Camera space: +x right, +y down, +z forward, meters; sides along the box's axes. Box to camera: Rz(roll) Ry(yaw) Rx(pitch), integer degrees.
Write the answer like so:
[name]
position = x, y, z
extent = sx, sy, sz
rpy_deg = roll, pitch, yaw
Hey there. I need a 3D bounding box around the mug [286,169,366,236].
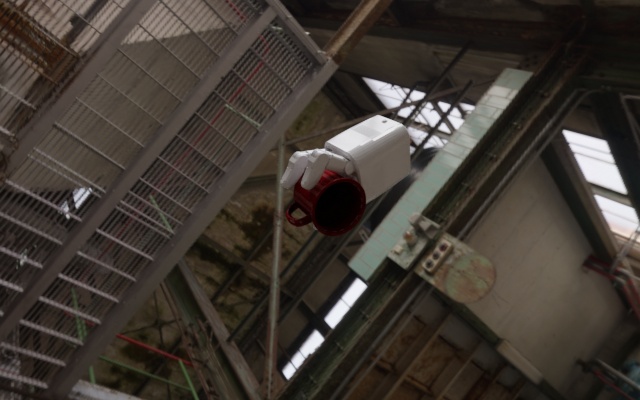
[mug]
position = -0.001, 0.003, 0.733
extent = 0.117, 0.093, 0.081
rpy_deg = -32, 34, -14
